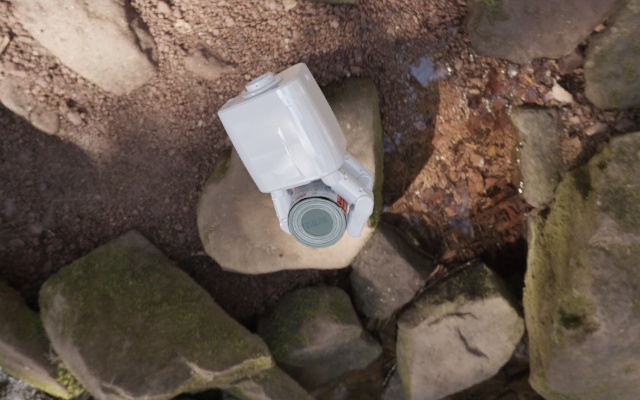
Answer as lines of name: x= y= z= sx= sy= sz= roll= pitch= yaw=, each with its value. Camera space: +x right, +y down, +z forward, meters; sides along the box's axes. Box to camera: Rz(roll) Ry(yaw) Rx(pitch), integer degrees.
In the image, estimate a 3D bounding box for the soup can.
soup can: x=0.000 y=0.002 z=0.566 sx=0.068 sy=0.068 sz=0.102 roll=0 pitch=28 yaw=5
